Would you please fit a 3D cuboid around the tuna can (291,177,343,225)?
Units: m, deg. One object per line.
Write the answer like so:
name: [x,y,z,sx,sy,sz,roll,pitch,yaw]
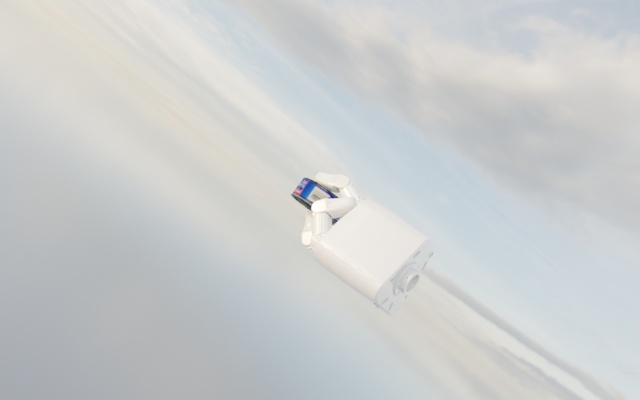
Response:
tuna can: [0.000,0.002,0.713,0.086,0.034,0.086,34,-6,4]
